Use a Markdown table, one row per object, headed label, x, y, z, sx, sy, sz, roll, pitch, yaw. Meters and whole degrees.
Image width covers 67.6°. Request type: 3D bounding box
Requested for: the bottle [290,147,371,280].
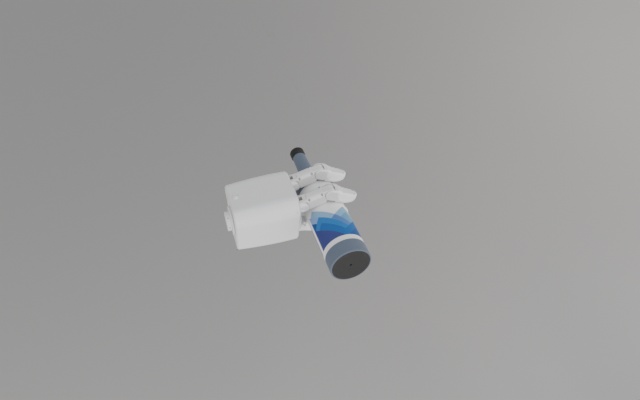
| label | x | y | z | sx | sy | sz | roll | pitch | yaw |
| --- | --- | --- | --- | --- | --- | --- | --- | --- | --- |
| bottle | 0.000 | 0.003 | 0.820 | 0.069 | 0.069 | 0.295 | 0 | 40 | -24 |
